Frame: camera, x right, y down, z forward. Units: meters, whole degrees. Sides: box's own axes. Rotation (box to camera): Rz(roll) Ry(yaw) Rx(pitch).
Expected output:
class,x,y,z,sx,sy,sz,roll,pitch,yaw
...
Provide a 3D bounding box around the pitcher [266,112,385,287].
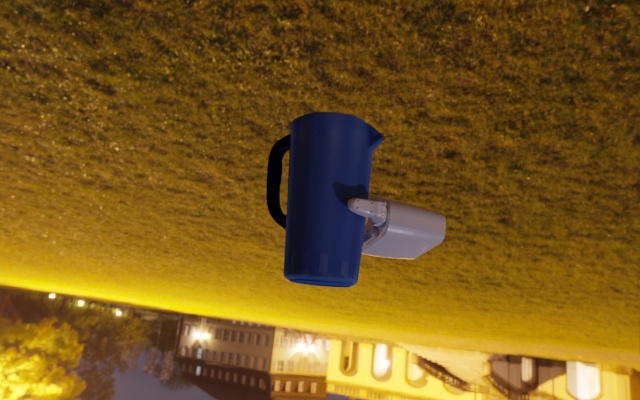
class,x,y,z,sx,sy,sz,roll,pitch,yaw
pitcher,0.000,0.002,0.714,0.145,0.242,0.149,10,-14,-20
